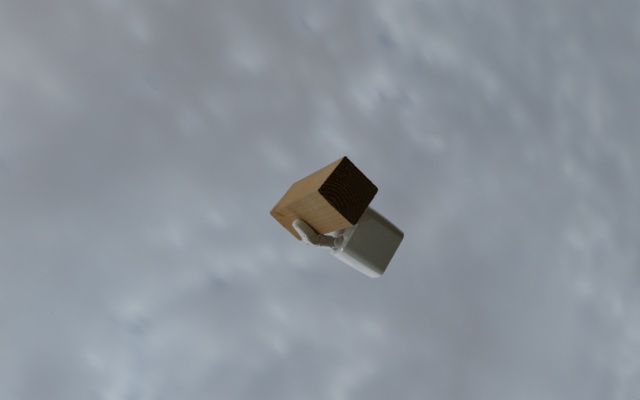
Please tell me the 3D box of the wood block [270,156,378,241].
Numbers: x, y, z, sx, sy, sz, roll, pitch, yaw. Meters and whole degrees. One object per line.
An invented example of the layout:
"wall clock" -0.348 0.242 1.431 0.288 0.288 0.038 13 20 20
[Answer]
"wood block" 0.000 0.003 0.890 0.090 0.090 0.206 44 -28 -13
